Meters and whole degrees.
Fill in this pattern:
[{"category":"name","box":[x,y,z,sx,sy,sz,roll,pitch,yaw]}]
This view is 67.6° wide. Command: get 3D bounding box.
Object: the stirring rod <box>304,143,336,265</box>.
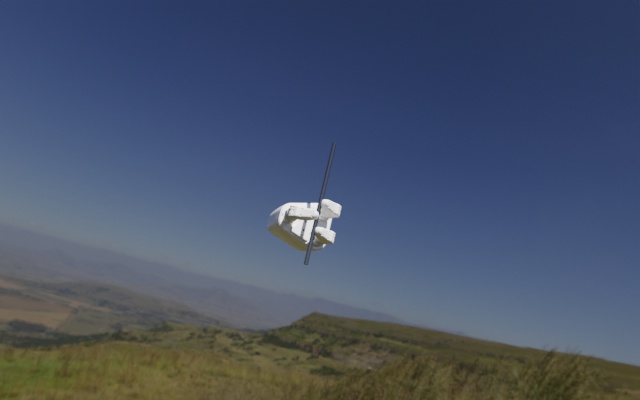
[{"category":"stirring rod","box":[0.000,0.003,0.897,0.011,0.239,0.011,13,-14,3]}]
